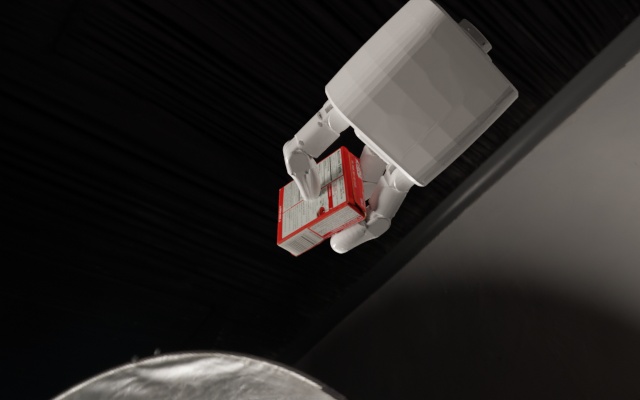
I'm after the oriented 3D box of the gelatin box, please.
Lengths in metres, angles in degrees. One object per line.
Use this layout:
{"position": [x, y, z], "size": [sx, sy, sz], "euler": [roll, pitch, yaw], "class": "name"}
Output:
{"position": [0.000, 0.001, 0.454], "size": [0.089, 0.073, 0.030], "euler": [-32, -50, 27], "class": "gelatin box"}
